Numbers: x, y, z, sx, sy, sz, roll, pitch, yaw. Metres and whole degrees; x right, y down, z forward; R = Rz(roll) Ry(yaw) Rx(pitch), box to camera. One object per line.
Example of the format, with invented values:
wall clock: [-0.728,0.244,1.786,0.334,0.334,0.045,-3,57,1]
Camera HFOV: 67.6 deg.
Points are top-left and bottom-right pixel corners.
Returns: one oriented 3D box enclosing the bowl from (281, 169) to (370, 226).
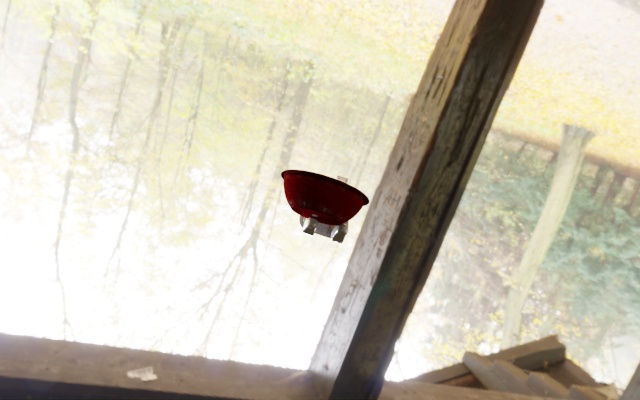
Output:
bowl: [0.000,0.003,0.825,0.162,0.055,0.162,17,-13,4]
